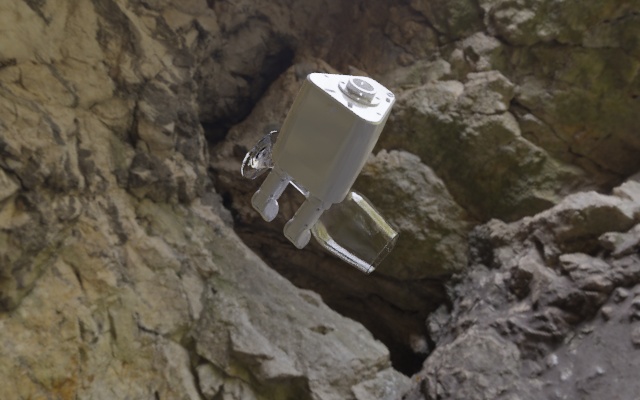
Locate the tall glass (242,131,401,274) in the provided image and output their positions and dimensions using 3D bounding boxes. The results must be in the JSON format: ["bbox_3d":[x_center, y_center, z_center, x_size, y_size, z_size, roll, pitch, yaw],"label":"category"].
[{"bbox_3d":[0.000,0.002,0.581,0.201,0.079,0.079,40,13,17],"label":"tall glass"}]
